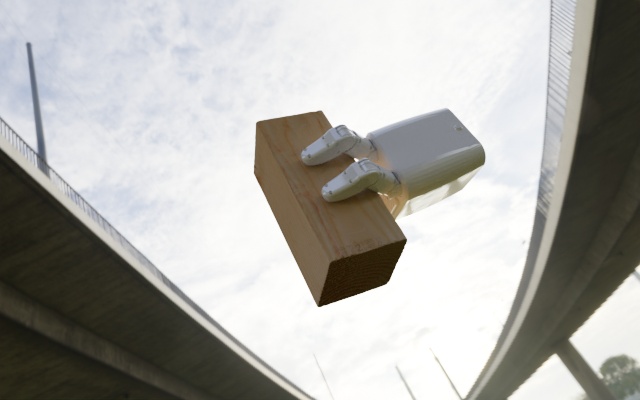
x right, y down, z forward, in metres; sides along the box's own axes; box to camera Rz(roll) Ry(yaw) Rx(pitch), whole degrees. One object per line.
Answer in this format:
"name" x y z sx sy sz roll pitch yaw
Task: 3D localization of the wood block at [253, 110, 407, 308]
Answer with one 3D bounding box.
"wood block" 0.000 0.002 0.542 0.090 0.206 0.091 -14 -37 -21
